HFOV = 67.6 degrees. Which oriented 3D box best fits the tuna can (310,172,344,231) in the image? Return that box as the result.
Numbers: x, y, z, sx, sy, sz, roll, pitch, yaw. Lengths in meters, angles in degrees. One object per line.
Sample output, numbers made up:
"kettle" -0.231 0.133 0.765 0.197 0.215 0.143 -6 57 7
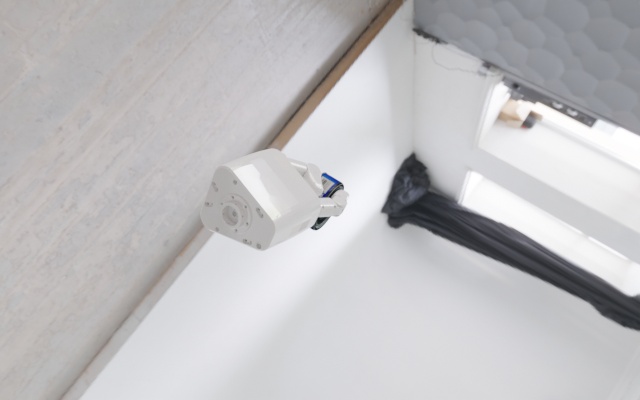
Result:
"tuna can" 0.001 0.003 0.721 0.033 0.086 0.086 31 9 16
